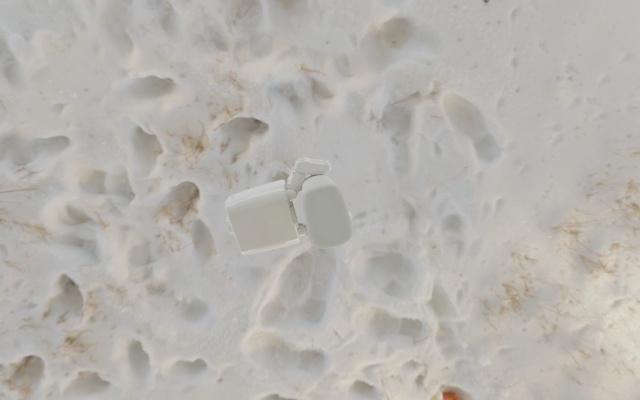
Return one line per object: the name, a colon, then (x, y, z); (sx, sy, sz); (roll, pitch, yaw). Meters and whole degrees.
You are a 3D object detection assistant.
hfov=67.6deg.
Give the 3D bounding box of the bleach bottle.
bleach bottle: (0.000, 0.003, 0.837); (0.068, 0.102, 0.251); (-14, 10, -2)
